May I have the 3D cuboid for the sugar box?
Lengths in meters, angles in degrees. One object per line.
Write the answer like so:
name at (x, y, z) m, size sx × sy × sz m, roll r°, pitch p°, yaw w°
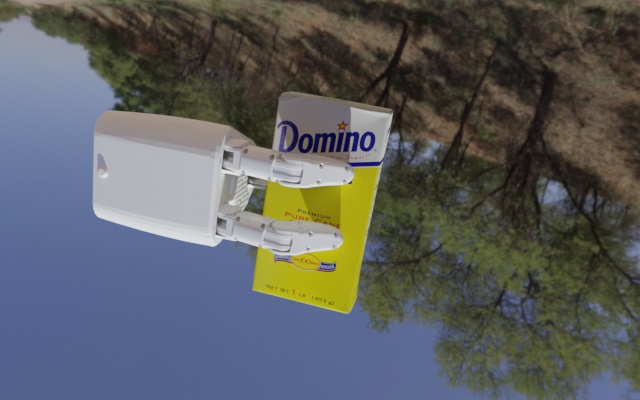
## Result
sugar box at (0.000, 0.002, 0.413) m, size 0.093 × 0.176 × 0.048 m, roll 11°, pitch 17°, yaw 9°
